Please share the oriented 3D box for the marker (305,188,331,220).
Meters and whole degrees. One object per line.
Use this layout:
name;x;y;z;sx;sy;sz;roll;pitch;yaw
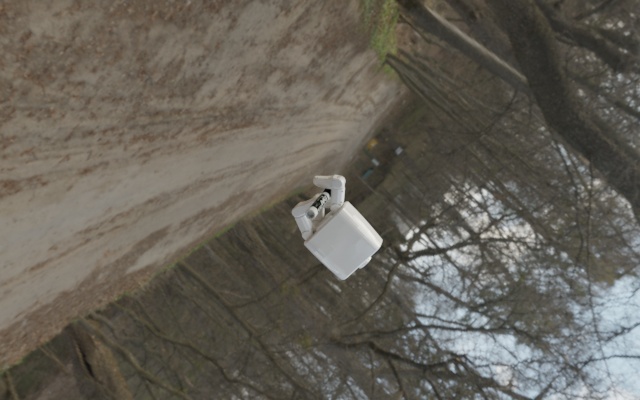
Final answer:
marker;0.000;0.003;0.869;0.020;0.020;0.121;0;21;18
